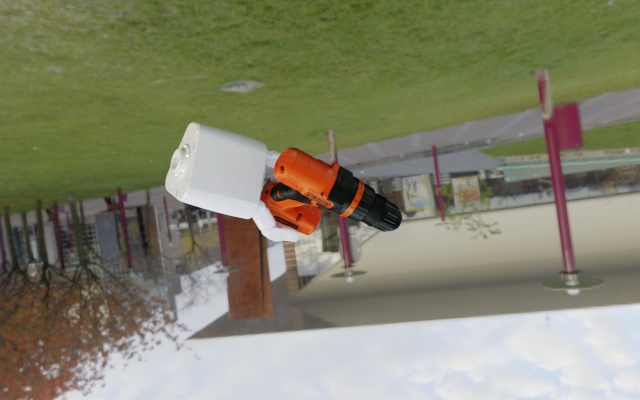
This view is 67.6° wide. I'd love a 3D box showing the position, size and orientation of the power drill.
[{"bbox_3d":[0.000,0.002,0.672,0.184,0.057,0.188,29,-23,-16],"label":"power drill"}]
